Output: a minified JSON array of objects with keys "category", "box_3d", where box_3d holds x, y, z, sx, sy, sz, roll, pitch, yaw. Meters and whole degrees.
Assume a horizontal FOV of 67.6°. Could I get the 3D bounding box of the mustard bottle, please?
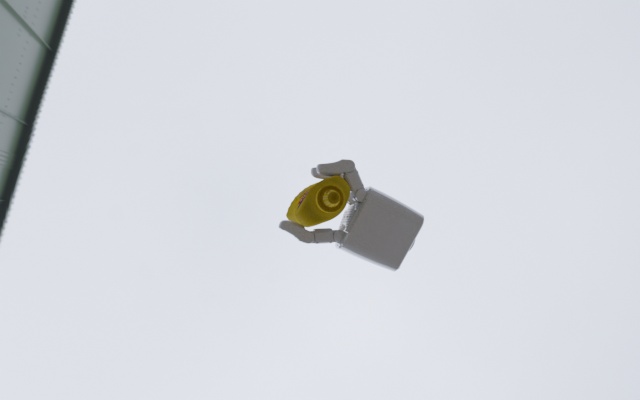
[{"category":"mustard bottle","box_3d":[0.000,0.002,0.760,0.096,0.058,0.191,-40,5,-11]}]
